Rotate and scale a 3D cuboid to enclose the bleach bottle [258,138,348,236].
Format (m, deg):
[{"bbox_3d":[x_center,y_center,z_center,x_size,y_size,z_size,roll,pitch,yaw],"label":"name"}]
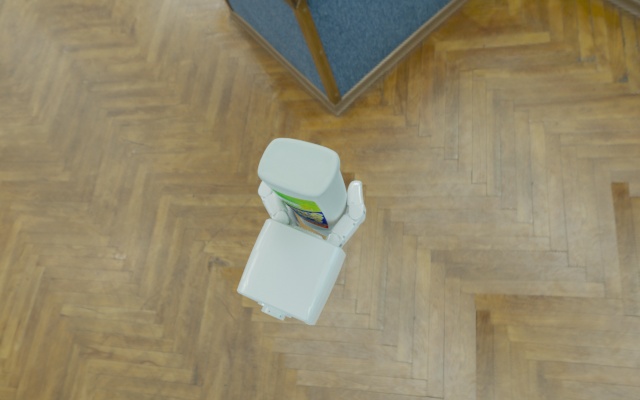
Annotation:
[{"bbox_3d":[0.000,0.002,0.679,0.102,0.068,0.251,18,-16,21],"label":"bleach bottle"}]
